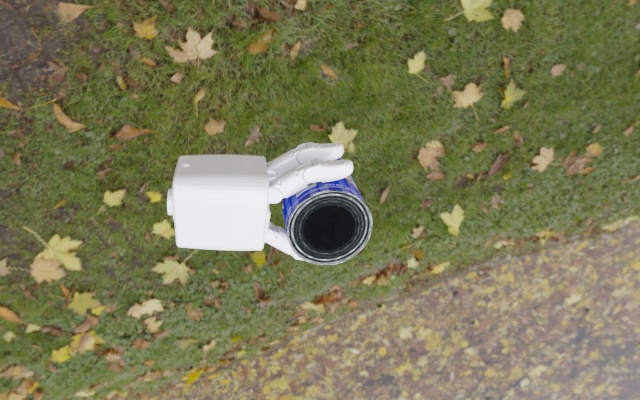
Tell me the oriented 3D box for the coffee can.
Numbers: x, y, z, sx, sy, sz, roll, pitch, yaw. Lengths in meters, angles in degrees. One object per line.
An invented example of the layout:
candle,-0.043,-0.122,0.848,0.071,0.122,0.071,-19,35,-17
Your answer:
coffee can,0.000,0.002,0.617,0.103,0.103,0.140,0,27,-11
